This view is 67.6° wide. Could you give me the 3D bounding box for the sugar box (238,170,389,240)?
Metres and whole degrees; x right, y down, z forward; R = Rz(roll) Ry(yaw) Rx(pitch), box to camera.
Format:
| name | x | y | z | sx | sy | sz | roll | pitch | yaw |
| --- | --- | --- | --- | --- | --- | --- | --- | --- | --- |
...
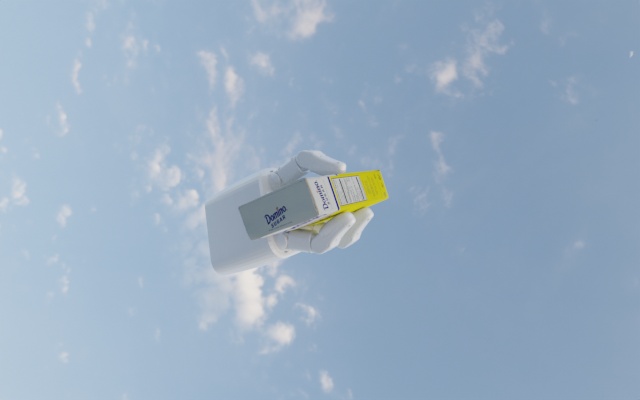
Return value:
| name | x | y | z | sx | sy | sz | roll | pitch | yaw |
| --- | --- | --- | --- | --- | --- | --- | --- | --- | --- |
| sugar box | 0.000 | 0.002 | 0.544 | 0.093 | 0.048 | 0.176 | -22 | -3 | 31 |
